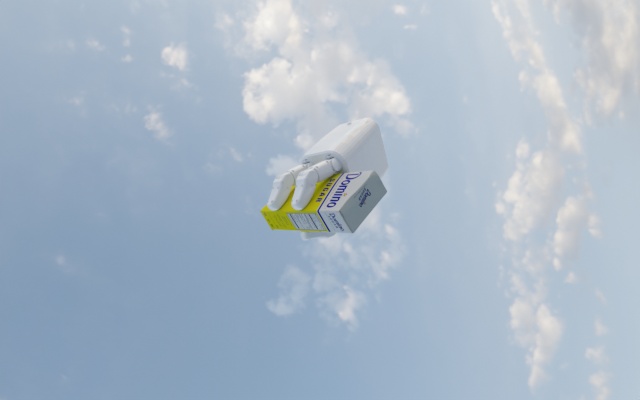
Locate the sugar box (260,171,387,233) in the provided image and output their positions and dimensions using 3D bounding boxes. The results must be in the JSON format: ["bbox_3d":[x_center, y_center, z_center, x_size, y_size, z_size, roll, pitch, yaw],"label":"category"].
[{"bbox_3d":[0.000,0.002,0.693,0.176,0.048,0.093,-6,34,49],"label":"sugar box"}]
